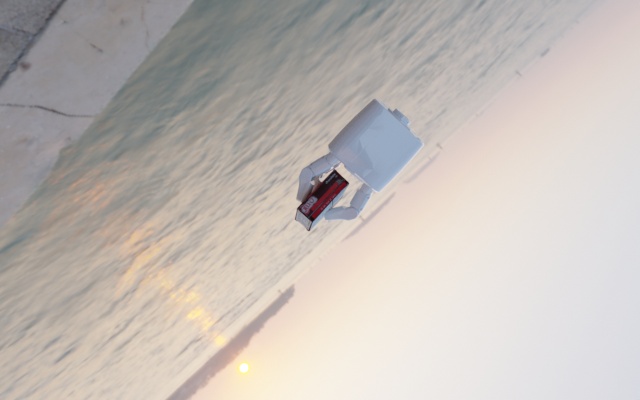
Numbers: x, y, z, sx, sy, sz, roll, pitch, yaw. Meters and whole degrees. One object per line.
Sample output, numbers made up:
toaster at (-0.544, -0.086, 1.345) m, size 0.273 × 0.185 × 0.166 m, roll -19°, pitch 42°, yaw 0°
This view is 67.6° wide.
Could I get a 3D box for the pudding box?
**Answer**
pudding box at (0.000, 0.003, 0.799) m, size 0.039 × 0.090 × 0.113 m, roll 43°, pitch -12°, yaw 6°
